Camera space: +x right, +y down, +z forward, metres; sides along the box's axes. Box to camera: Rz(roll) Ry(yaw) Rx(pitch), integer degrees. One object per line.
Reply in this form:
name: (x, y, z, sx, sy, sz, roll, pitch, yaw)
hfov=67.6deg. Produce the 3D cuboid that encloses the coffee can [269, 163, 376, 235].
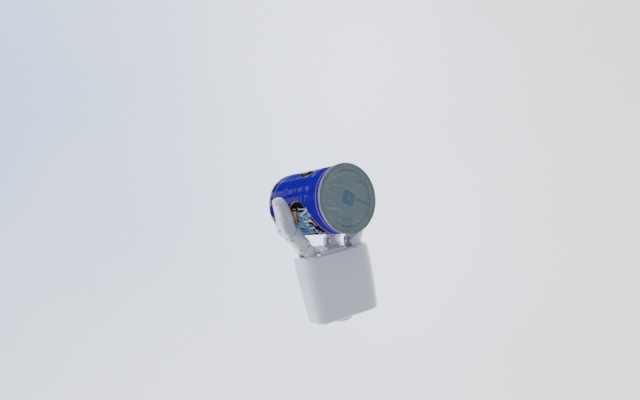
coffee can: (0.000, 0.002, 0.735, 0.103, 0.103, 0.140, 0, -5, -36)
